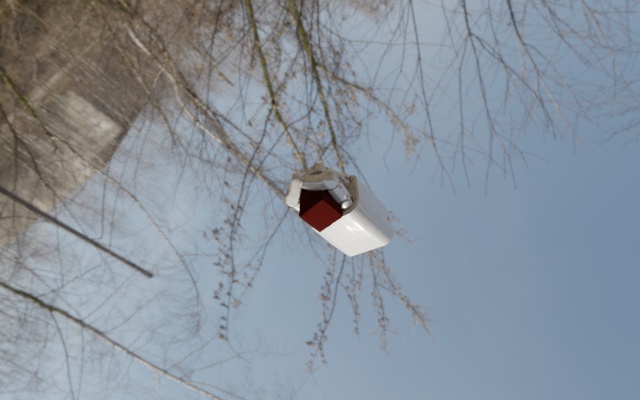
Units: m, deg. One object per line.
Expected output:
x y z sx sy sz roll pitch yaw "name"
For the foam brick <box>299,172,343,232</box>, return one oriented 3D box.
0.000 0.003 0.789 0.053 0.078 0.051 -35 -59 23 "foam brick"
